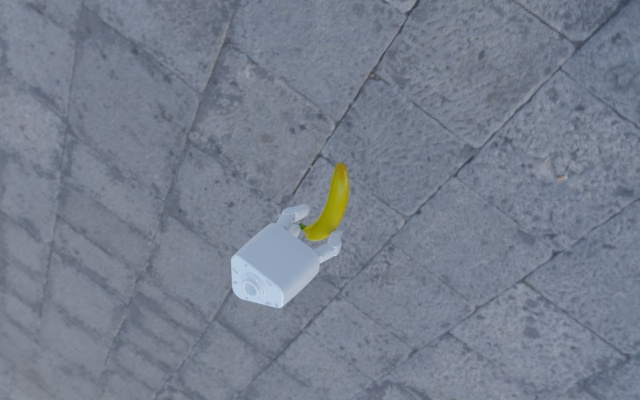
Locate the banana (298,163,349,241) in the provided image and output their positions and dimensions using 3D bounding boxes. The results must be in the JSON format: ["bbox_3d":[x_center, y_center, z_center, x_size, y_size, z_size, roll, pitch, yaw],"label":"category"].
[{"bbox_3d":[0.011,0.018,0.871,0.037,0.069,0.198,-28,-20,-45],"label":"banana"}]
